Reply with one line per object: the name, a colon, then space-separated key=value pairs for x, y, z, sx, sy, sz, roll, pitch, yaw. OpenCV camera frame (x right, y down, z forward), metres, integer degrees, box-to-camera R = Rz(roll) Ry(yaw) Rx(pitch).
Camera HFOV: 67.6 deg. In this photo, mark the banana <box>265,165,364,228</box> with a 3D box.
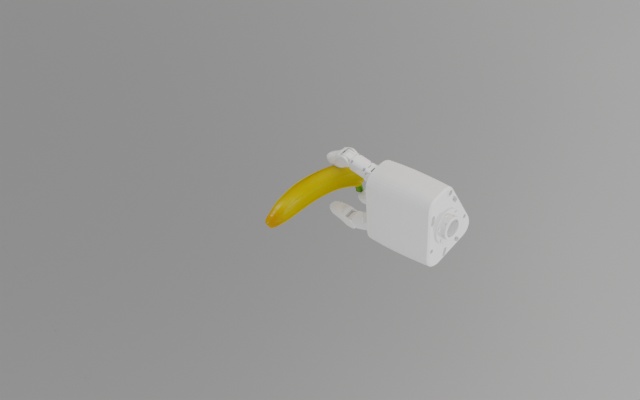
banana: x=0.004 y=-0.015 z=0.704 sx=0.198 sy=0.070 sz=0.037 roll=-19 pitch=36 yaw=-37
